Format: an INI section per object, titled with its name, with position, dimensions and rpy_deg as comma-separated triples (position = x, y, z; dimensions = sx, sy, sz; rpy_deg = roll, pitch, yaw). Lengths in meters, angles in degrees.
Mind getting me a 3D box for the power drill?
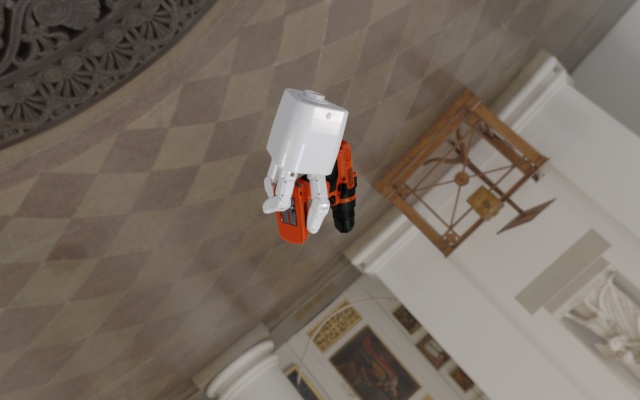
[power drill]
position = 0.000, 0.003, 0.842
dimensions = 0.057, 0.184, 0.187
rpy_deg = 8, 27, 33
